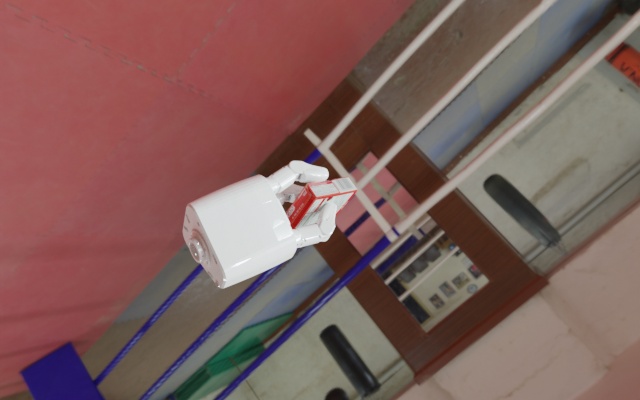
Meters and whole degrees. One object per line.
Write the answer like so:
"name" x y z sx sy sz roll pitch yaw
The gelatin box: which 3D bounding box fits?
"gelatin box" 0.001 0.003 0.699 0.089 0.030 0.073 -12 -30 -42
